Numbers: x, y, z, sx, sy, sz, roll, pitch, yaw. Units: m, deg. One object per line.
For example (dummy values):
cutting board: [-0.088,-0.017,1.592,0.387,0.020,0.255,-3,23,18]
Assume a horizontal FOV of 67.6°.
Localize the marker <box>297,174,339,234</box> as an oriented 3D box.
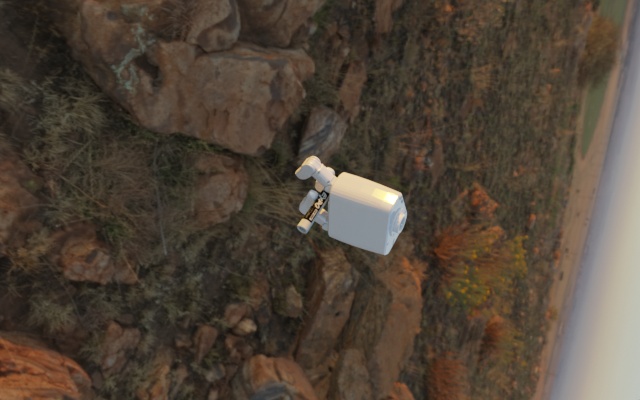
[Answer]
marker: [0.000,0.003,0.778,0.020,0.121,0.020,24,-31,16]
